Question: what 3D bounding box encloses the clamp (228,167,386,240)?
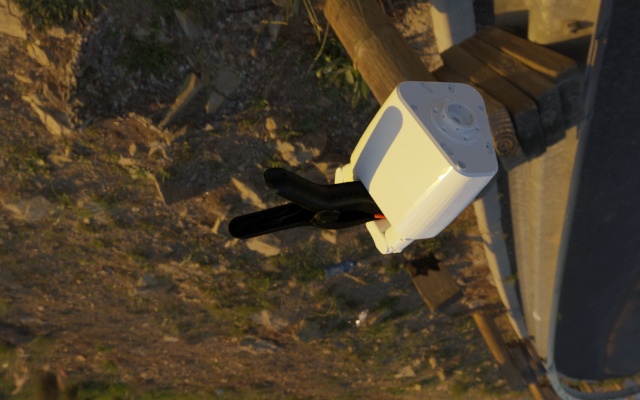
[{"bbox_3d":[0.000,0.002,0.480,0.171,0.039,0.120,-6,-19,-23],"label":"clamp"}]
